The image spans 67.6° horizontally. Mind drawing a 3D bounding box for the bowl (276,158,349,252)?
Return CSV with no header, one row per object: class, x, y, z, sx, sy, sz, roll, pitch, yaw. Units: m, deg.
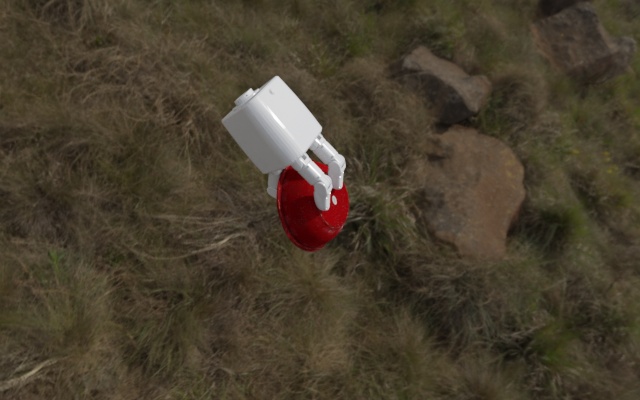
bowl,0.001,0.003,0.789,0.055,0.162,0.162,-8,-5,35
